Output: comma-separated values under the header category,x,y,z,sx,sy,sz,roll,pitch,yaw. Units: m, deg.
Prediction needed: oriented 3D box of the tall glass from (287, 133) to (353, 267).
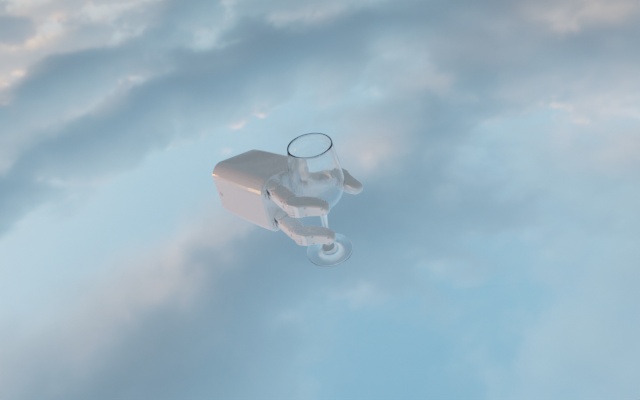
category,x,y,z,sx,sy,sz,roll,pitch,yaw
tall glass,0.000,0.003,0.698,0.079,0.201,0.079,-6,39,5
